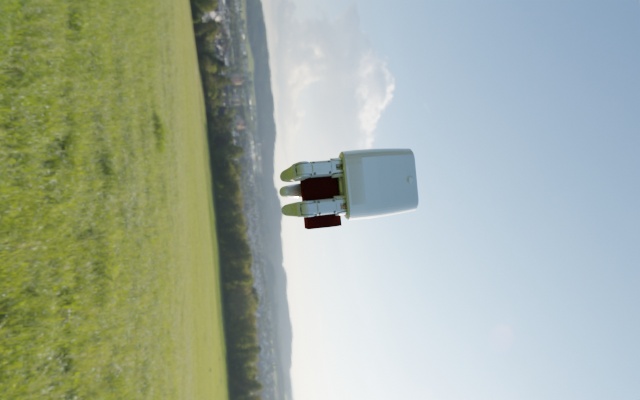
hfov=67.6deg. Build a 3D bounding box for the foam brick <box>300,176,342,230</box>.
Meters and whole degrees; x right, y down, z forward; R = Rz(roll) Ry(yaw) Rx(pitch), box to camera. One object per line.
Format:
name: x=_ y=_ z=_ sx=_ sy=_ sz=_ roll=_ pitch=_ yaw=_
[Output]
foam brick: x=0.000 y=0.003 z=0.712 sx=0.051 sy=0.078 sz=0.053 roll=-5 pitch=1 yaw=-8
